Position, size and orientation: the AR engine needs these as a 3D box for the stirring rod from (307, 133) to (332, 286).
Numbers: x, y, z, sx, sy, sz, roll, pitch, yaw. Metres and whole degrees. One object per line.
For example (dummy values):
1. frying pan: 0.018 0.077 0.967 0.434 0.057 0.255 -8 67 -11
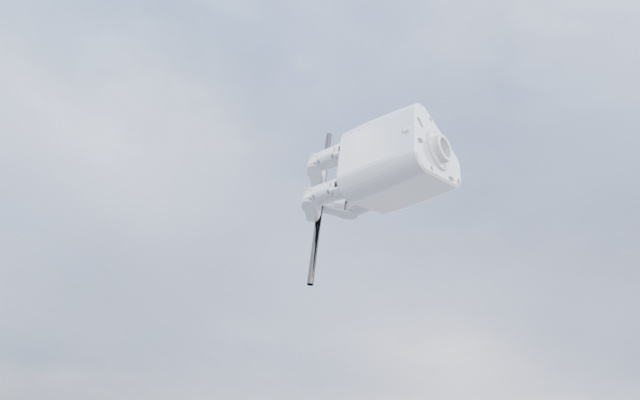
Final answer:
1. stirring rod: 0.000 0.002 0.646 0.011 0.239 0.011 5 -33 3
